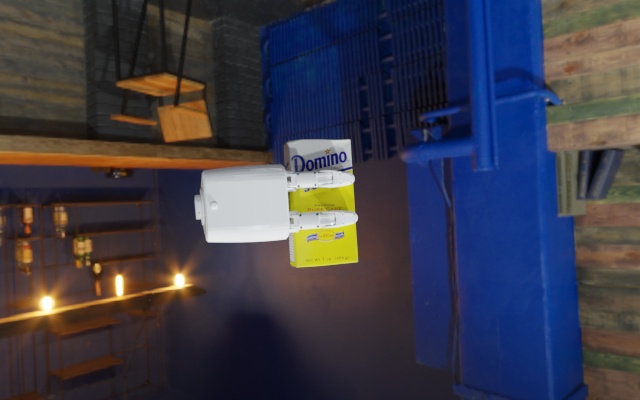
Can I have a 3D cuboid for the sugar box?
[{"bbox_3d":[0.000,0.002,0.679,0.093,0.176,0.048,-4,0,-15],"label":"sugar box"}]
